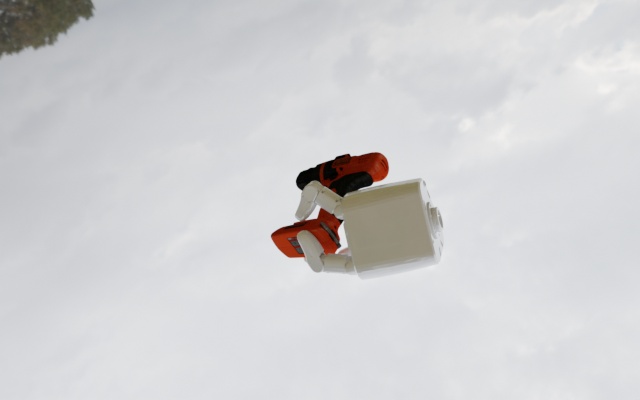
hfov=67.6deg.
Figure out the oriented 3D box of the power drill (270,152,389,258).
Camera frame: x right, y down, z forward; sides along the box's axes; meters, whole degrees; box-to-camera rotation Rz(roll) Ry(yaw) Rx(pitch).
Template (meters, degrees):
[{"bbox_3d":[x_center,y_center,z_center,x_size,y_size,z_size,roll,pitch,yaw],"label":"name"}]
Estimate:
[{"bbox_3d":[0.000,0.003,0.740,0.184,0.057,0.187,-12,37,43],"label":"power drill"}]
